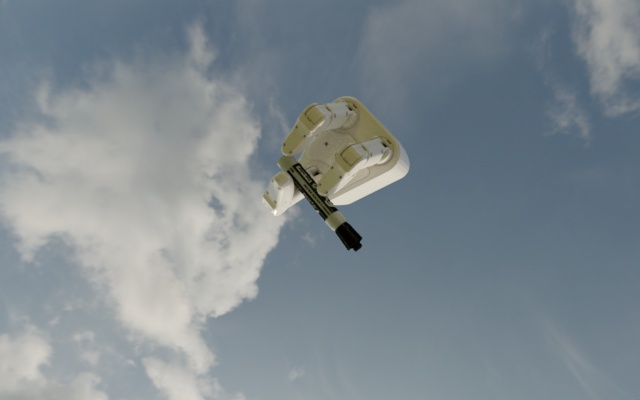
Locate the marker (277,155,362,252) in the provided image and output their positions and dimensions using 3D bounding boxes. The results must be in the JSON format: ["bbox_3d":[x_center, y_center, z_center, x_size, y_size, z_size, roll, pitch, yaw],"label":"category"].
[{"bbox_3d":[0.000,0.002,0.476,0.020,0.121,0.020,-37,-15,-11],"label":"marker"}]
